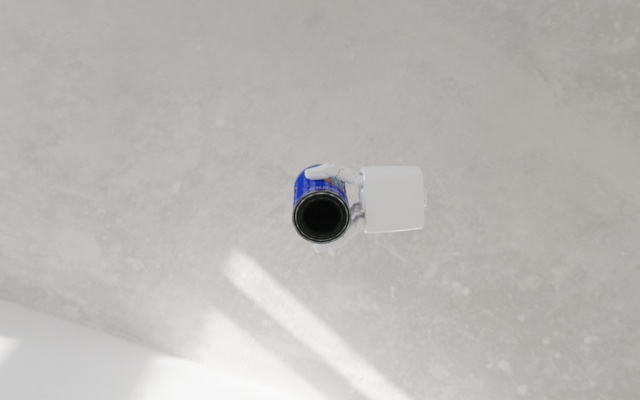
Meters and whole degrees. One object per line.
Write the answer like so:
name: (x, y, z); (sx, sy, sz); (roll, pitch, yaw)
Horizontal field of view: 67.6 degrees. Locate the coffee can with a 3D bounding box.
coffee can: (0.000, 0.003, 0.879); (0.103, 0.103, 0.140); (0, 23, -2)
